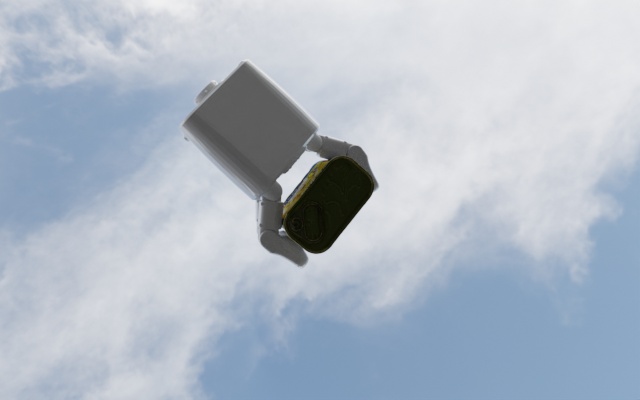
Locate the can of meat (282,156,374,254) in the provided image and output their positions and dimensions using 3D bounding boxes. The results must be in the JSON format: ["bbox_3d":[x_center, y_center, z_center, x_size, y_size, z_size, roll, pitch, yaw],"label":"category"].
[{"bbox_3d":[0.000,0.002,0.519,0.057,0.102,0.084,40,-5,-13],"label":"can of meat"}]
